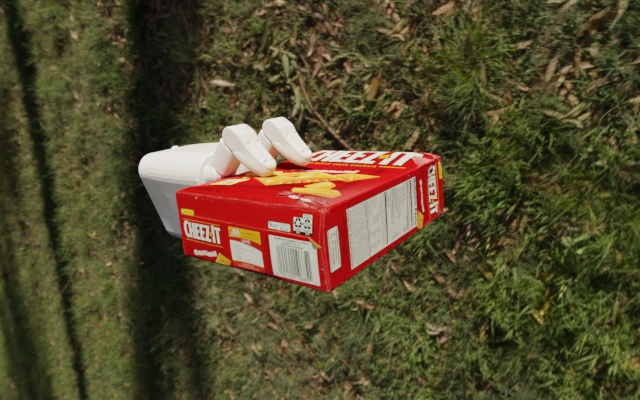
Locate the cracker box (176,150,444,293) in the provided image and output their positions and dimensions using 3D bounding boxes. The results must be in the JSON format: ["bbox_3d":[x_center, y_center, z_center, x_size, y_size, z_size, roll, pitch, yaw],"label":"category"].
[{"bbox_3d":[0.000,0.002,0.460,0.164,0.072,0.213,7,19,36],"label":"cracker box"}]
